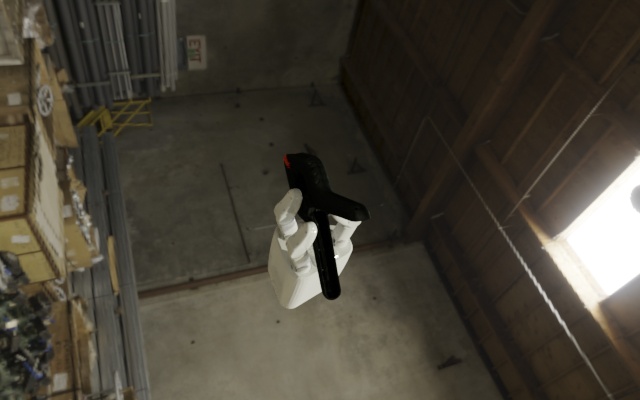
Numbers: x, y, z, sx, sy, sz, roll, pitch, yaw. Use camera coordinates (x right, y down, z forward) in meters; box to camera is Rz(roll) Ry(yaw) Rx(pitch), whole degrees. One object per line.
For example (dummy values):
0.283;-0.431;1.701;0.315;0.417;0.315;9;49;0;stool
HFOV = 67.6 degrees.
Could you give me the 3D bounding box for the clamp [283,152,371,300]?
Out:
0.001;0.002;0.623;0.036;0.209;0.165;-7;-36;-24;clamp
